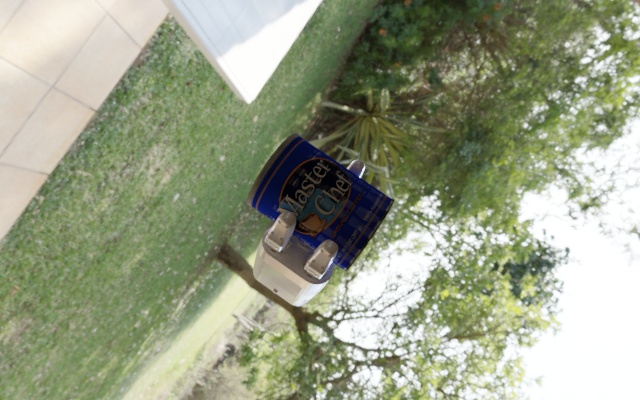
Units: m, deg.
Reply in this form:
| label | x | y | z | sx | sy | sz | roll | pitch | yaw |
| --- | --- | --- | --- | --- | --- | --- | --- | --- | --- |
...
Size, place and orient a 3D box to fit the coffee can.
| label | x | y | z | sx | sy | sz | roll | pitch | yaw |
| --- | --- | --- | --- | --- | --- | --- | --- | --- | --- |
| coffee can | 0.000 | 0.002 | 0.562 | 0.140 | 0.103 | 0.103 | 34 | 2 | 3 |
